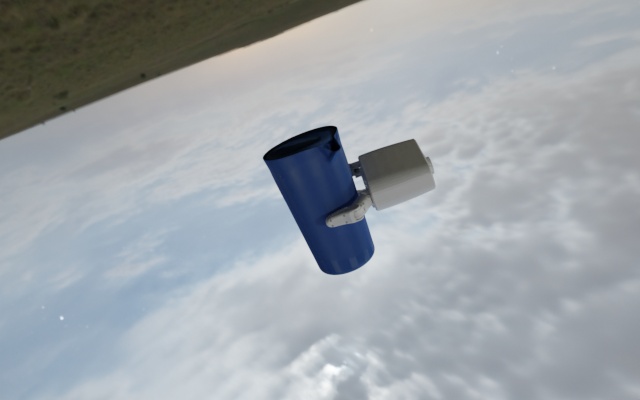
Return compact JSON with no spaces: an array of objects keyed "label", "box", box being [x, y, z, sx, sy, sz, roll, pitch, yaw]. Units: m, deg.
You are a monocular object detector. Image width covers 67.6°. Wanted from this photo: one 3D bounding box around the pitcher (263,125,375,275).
[{"label":"pitcher","box":[0.000,0.003,0.832,0.145,0.243,0.149,-20,20,6]}]
